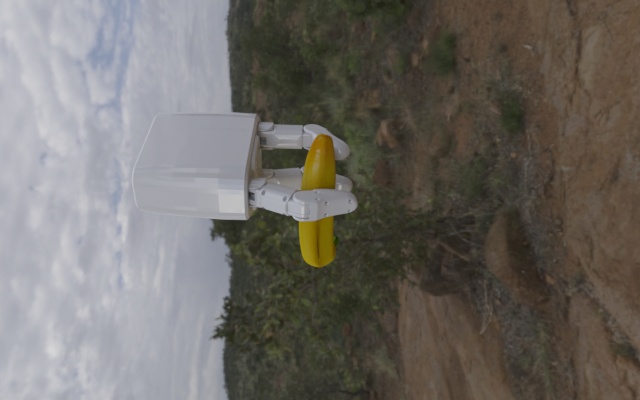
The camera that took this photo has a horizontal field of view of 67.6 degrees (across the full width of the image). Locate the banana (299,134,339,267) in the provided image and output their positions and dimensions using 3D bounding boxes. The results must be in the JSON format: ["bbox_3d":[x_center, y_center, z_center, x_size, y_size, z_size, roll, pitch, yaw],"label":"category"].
[{"bbox_3d":[-0.002,0.019,0.501,0.037,0.069,0.198,5,-35,6],"label":"banana"}]
